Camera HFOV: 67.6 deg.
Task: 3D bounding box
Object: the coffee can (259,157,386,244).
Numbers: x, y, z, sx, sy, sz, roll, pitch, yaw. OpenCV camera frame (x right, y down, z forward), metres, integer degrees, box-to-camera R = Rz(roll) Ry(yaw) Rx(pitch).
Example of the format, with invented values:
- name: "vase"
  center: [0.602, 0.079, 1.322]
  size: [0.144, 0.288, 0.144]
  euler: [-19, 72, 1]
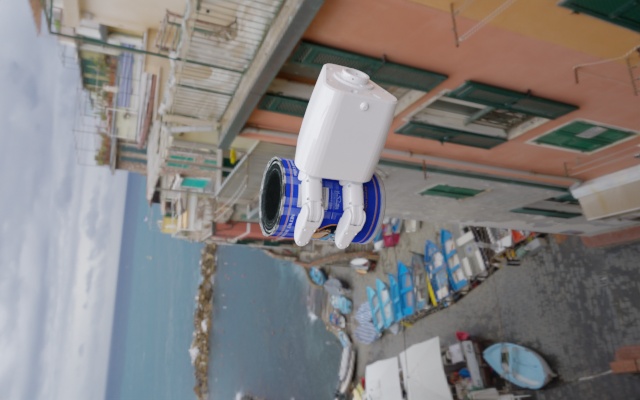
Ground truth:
- name: "coffee can"
  center: [0.000, 0.002, 0.632]
  size: [0.140, 0.103, 0.103]
  euler: [6, -2, -22]
